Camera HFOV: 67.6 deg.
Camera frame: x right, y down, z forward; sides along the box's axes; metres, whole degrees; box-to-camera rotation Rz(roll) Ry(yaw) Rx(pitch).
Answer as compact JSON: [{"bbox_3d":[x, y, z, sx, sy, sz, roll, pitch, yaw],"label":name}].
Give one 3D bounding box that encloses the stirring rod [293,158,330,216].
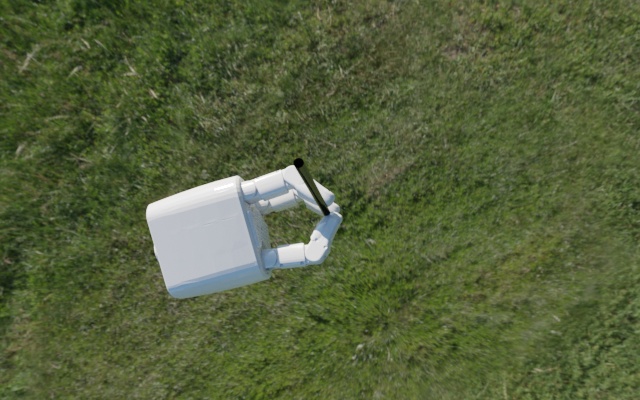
[{"bbox_3d":[0.000,0.002,0.469,0.011,0.011,0.239,0,-14,8],"label":"stirring rod"}]
